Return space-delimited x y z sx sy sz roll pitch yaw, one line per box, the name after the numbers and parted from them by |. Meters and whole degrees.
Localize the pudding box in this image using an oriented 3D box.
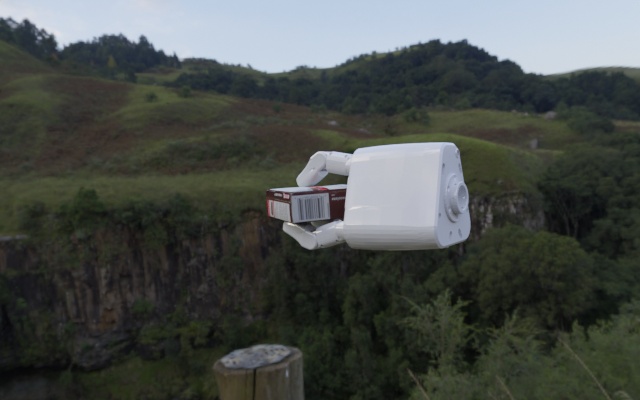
0.000 0.002 0.588 0.113 0.039 0.090 -3 4 -24 | pudding box
